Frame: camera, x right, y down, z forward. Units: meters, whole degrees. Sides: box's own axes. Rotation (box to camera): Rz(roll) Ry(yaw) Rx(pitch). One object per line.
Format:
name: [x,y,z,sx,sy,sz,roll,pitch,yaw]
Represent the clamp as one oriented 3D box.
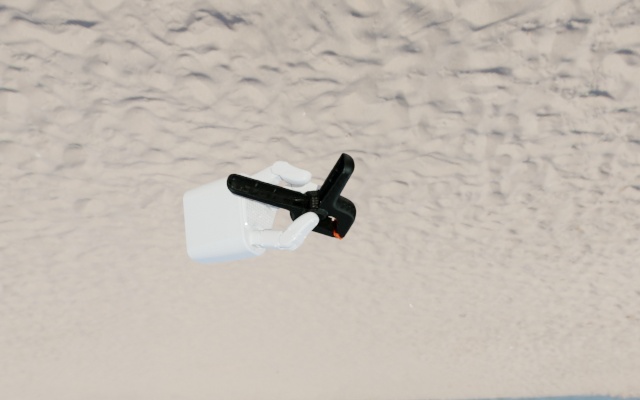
clamp: [0.000,0.003,0.639,0.164,0.036,0.210,-11,-29,26]
